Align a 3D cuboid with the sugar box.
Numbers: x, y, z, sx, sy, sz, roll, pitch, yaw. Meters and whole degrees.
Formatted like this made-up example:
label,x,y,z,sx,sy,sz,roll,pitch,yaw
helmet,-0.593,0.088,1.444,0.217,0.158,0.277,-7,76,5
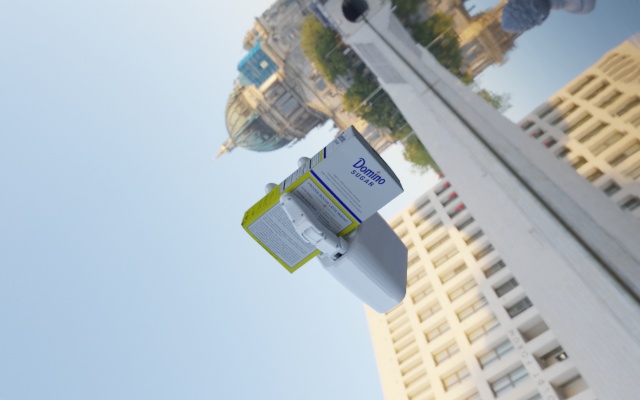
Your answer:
label,x,y,z,sx,sy,sz,roll,pitch,yaw
sugar box,0.000,0.002,0.567,0.176,0.093,0.048,-38,22,15
